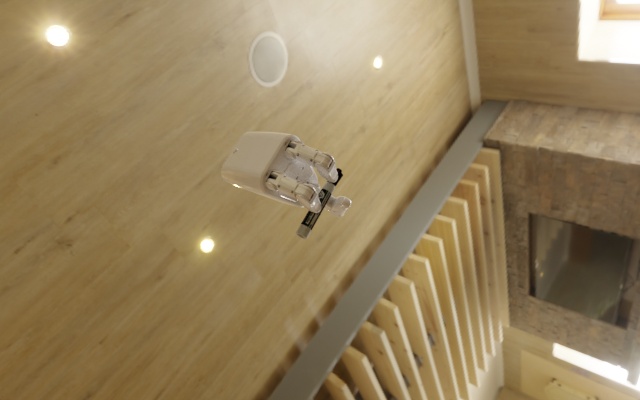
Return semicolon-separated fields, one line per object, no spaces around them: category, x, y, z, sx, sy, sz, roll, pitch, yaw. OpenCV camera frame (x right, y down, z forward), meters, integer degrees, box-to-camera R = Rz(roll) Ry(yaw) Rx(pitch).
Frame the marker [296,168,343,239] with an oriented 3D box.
marker;0.000;0.002;0.713;0.020;0.121;0.020;27;-18;9
